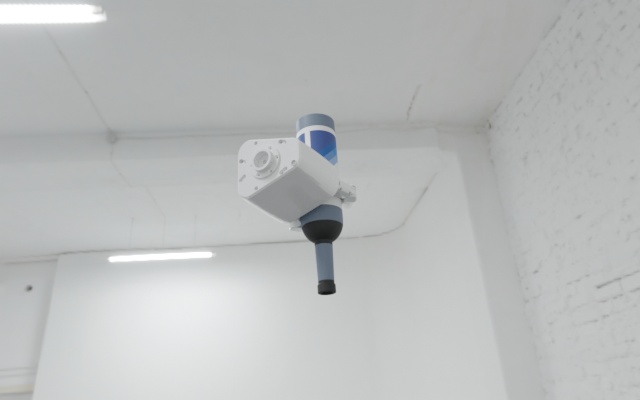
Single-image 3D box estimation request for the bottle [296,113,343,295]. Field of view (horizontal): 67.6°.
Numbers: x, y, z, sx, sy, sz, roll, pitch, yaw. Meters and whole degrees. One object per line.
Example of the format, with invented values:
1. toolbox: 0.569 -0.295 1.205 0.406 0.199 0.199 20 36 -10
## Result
1. bottle: 0.000 0.002 0.761 0.069 0.295 0.069 -3 -24 -2
